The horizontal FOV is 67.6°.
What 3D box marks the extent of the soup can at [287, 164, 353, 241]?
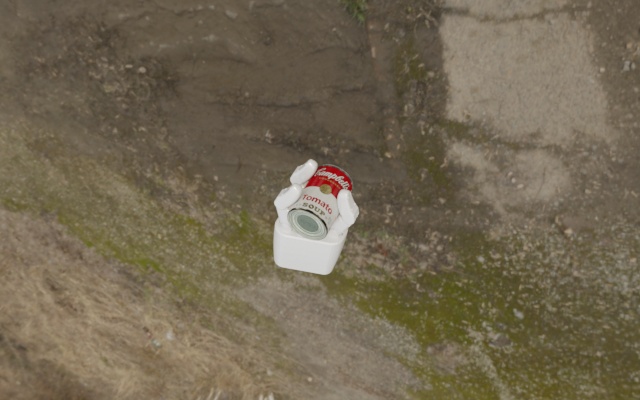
[{"bbox_3d":[0.000,0.002,0.731,0.068,0.068,0.102,0,43,34],"label":"soup can"}]
